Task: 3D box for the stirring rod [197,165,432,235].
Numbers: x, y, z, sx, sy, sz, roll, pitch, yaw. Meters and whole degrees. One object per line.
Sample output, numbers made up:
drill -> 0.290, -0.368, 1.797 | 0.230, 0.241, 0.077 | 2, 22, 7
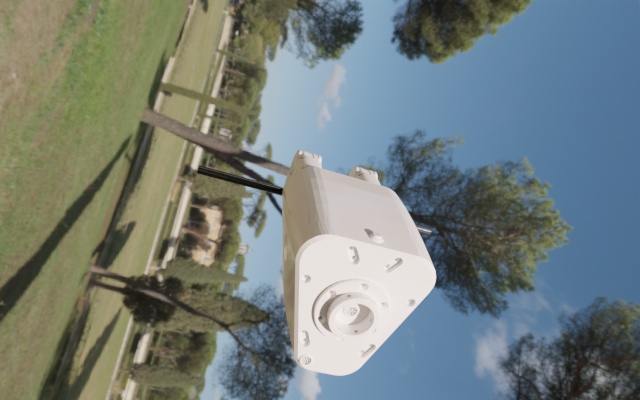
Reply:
stirring rod -> 0.000, 0.002, 0.468 | 0.239, 0.011, 0.011 | 15, -4, -13
